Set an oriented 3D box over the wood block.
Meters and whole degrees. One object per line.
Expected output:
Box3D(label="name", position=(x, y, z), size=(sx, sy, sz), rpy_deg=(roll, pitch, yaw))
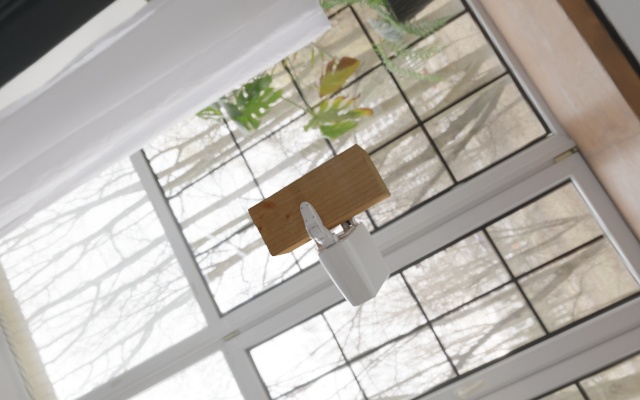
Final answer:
Box3D(label="wood block", position=(0.000, 0.003, 0.780), size=(0.206, 0.090, 0.091), rpy_deg=(-30, -9, 12))
